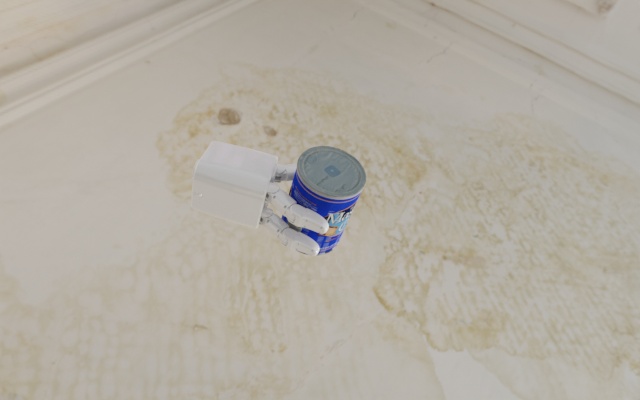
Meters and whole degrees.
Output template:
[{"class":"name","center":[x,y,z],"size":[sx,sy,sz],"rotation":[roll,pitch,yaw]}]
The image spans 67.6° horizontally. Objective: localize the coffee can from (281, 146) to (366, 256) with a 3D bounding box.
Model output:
[{"class":"coffee can","center":[0.000,0.002,0.730],"size":[0.103,0.102,0.140],"rotation":[0,-41,-19]}]
